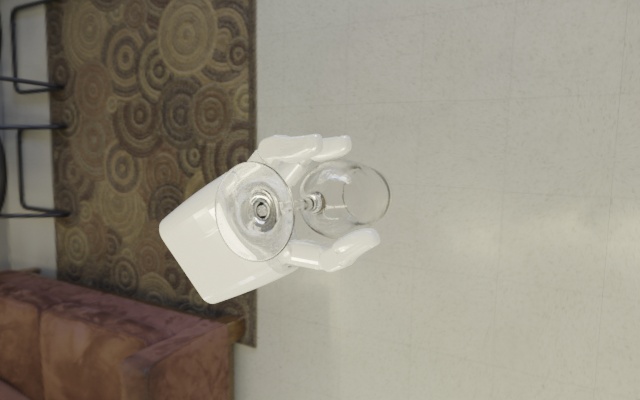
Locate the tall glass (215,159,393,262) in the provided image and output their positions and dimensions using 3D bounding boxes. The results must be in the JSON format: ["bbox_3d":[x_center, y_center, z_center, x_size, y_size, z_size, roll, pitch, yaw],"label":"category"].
[{"bbox_3d":[0.000,0.001,0.434,0.079,0.079,0.201,0,4,31],"label":"tall glass"}]
